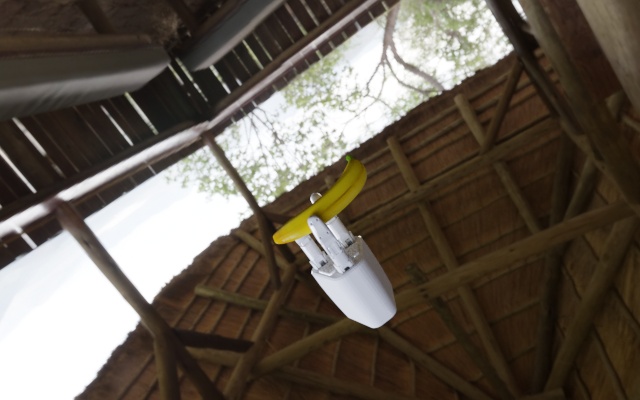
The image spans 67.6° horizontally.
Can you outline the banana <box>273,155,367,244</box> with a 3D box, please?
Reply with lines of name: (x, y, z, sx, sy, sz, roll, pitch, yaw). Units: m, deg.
banana: (0.013, -0.001, 0.712, 0.197, 0.037, 0.069, -46, 22, -27)
